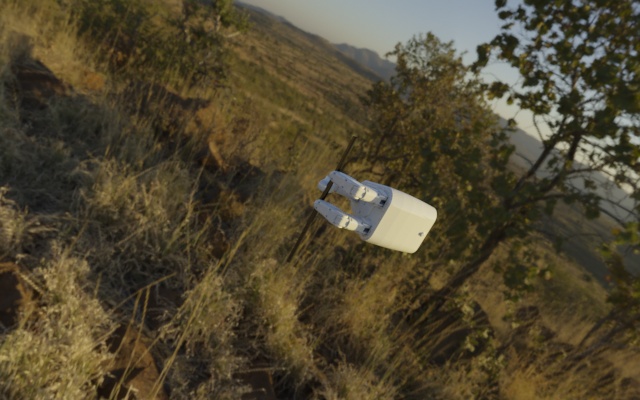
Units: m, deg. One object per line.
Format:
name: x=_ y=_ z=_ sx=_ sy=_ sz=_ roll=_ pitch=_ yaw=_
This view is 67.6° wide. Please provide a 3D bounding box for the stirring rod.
stirring rod: x=0.000 y=0.003 z=0.780 sx=0.011 sy=0.239 sz=0.011 roll=26 pitch=17 yaw=-8
